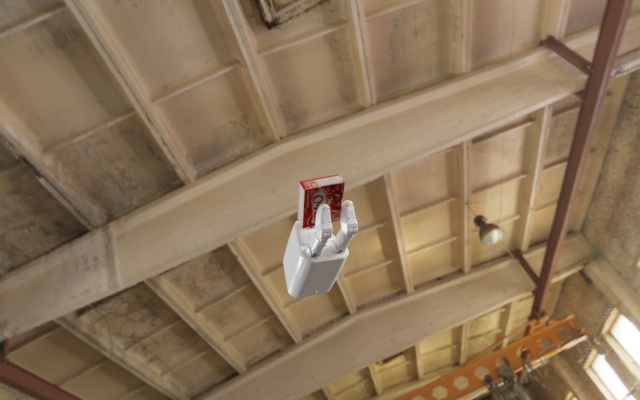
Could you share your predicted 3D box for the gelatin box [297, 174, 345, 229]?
[{"bbox_3d":[0.000,0.002,0.822,0.073,0.089,0.030,-11,41,-19],"label":"gelatin box"}]
